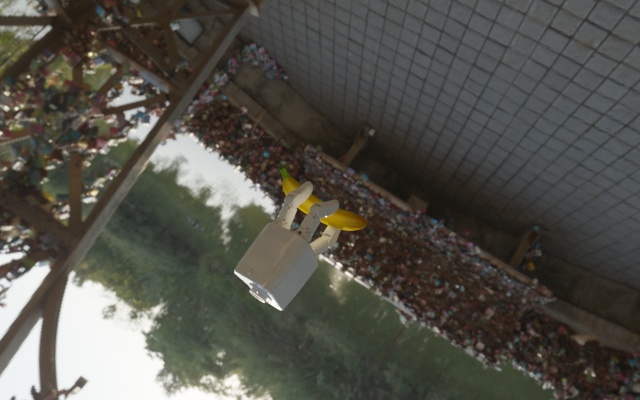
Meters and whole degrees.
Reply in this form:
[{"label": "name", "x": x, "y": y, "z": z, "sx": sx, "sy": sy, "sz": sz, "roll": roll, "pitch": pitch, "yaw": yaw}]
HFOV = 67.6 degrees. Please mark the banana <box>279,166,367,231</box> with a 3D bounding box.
[{"label": "banana", "x": -0.002, "y": 0.010, "z": 0.884, "sx": 0.197, "sy": 0.037, "sz": 0.070, "roll": 32, "pitch": -24, "yaw": 18}]
